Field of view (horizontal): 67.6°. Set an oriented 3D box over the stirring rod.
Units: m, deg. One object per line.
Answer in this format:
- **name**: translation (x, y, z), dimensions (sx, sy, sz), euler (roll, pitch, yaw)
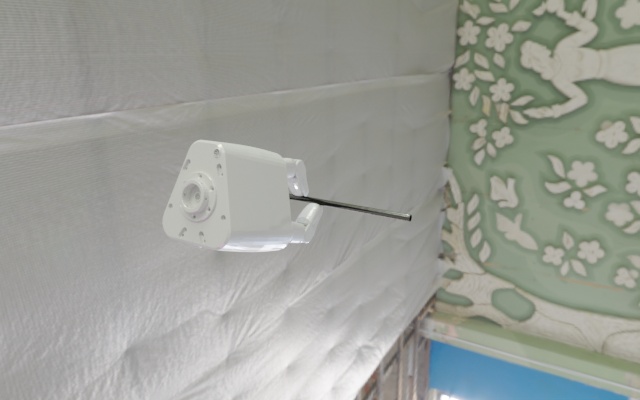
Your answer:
- **stirring rod**: translation (0.000, 0.002, 0.607), dimensions (0.239, 0.011, 0.011), euler (10, 5, 29)
